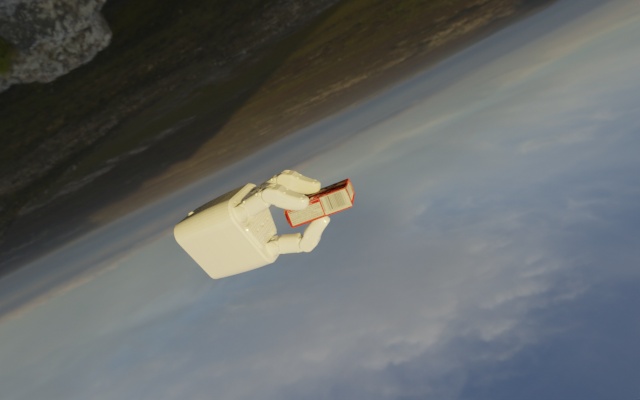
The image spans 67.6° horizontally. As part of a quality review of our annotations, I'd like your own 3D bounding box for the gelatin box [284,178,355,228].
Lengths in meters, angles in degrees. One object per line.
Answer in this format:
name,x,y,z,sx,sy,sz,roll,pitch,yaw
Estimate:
gelatin box,0.001,0.002,0.648,0.089,0.030,0.073,-20,9,11
